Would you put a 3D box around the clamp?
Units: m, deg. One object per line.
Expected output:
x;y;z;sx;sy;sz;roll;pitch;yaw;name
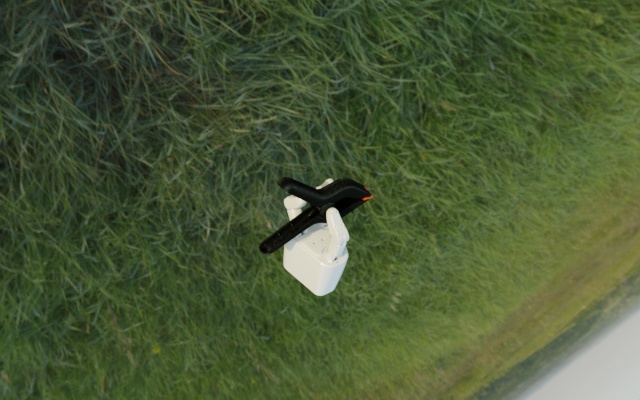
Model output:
0.001;0.003;0.781;0.210;0.036;0.165;-20;-34;-27;clamp
